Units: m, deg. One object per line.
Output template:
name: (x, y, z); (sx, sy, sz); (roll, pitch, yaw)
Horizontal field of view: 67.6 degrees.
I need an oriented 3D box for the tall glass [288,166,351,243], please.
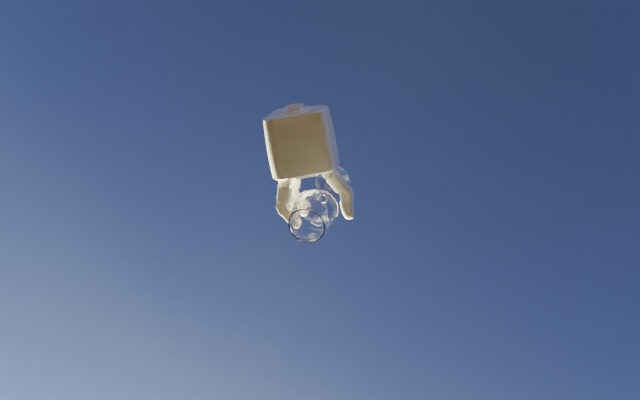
tall glass: (0.000, 0.003, 0.859); (0.079, 0.079, 0.201); (0, 23, 15)
